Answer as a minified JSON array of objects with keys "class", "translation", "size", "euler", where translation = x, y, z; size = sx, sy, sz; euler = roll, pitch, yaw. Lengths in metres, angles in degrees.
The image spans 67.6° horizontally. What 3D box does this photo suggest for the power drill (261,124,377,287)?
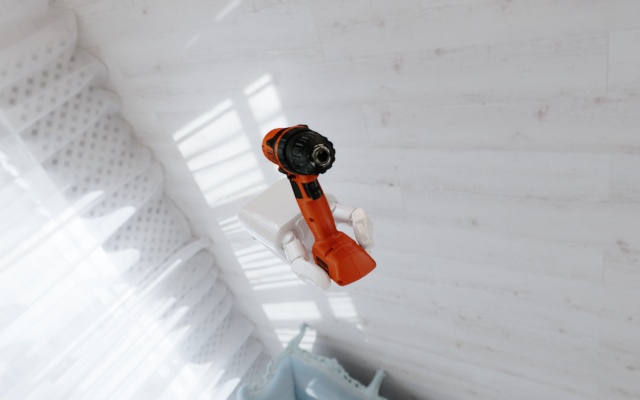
[{"class":"power drill","translation":[0.000,0.002,0.549],"size":[0.057,0.188,0.184],"euler":[-26,17,-11]}]
